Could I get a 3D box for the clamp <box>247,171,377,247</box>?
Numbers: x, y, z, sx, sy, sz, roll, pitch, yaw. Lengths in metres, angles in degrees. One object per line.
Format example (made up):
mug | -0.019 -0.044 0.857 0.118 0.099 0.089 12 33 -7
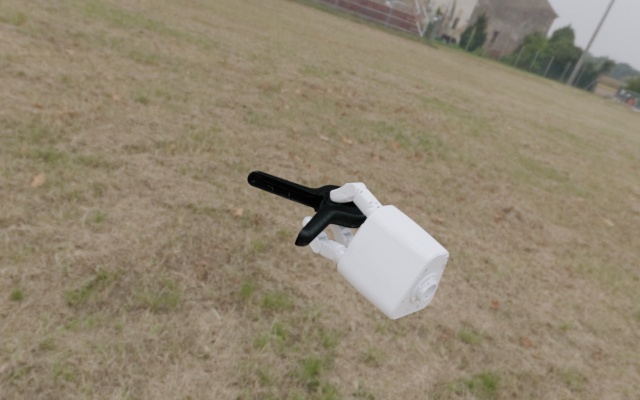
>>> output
clamp | 0.001 0.002 0.729 0.210 0.036 0.164 -5 39 -44
